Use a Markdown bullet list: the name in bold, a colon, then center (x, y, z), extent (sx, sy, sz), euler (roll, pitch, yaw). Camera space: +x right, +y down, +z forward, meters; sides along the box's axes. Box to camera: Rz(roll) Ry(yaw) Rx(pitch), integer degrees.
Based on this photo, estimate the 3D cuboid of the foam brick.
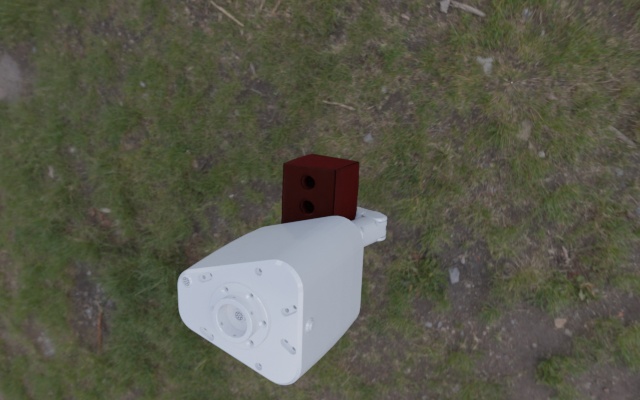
- **foam brick**: center (0.000, 0.001, 0.434), extent (0.053, 0.078, 0.051), euler (10, 16, 28)
